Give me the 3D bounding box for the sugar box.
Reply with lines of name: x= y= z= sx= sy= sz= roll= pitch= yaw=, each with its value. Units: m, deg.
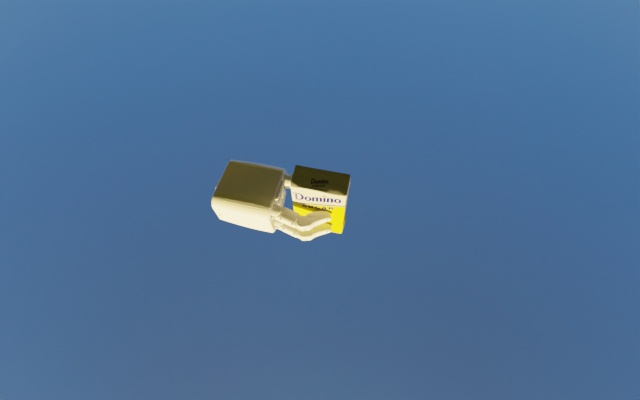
sugar box: x=0.000 y=0.003 z=0.830 sx=0.093 sy=0.048 sz=0.176 roll=10 pitch=-20 yaw=5
